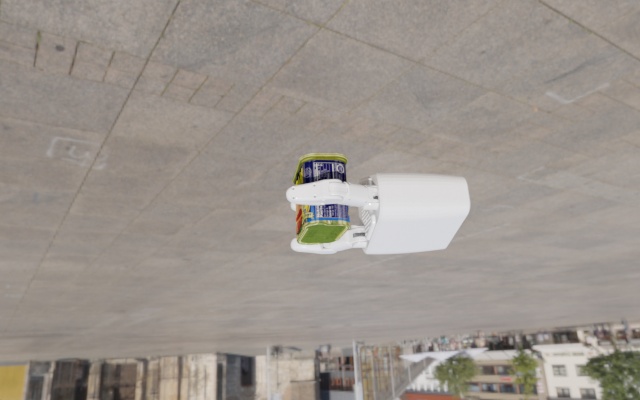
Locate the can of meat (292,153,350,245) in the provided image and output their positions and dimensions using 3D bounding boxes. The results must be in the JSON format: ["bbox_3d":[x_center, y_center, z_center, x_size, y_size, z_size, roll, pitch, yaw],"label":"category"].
[{"bbox_3d":[0.000,0.002,0.569,0.057,0.084,0.102,0,-18,-11],"label":"can of meat"}]
